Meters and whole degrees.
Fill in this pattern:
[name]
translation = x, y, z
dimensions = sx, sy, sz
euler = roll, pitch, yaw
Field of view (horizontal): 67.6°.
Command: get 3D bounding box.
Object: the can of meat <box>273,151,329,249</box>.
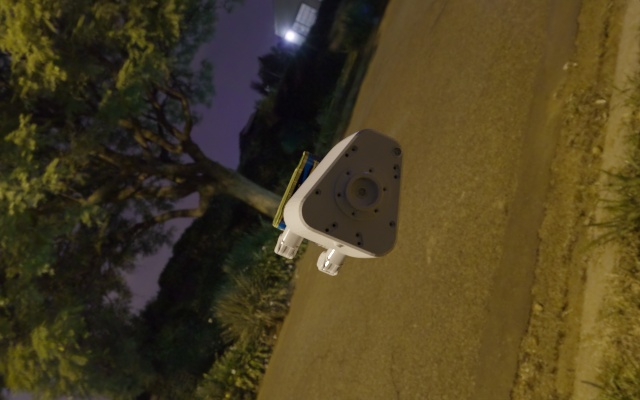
[can of meat]
translation = 0.000, 0.002, 0.568
dimensions = 0.084, 0.102, 0.057
euler = 23, -3, -8
